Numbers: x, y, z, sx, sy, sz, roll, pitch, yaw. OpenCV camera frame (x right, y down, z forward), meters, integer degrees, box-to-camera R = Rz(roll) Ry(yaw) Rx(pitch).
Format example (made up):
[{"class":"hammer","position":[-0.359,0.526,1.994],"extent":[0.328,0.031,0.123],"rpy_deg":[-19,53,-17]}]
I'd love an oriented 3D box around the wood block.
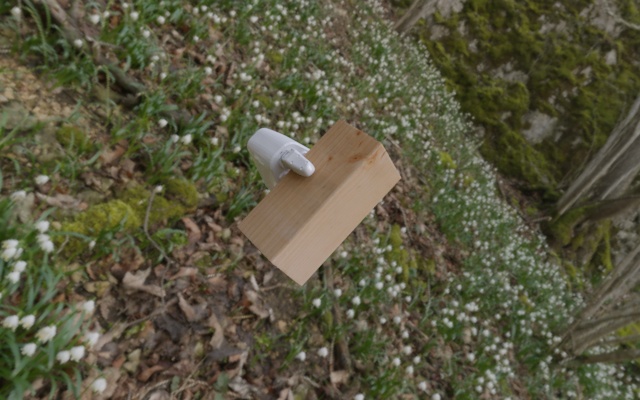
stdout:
[{"class":"wood block","position":[0.000,0.002,0.657],"extent":[0.090,0.206,0.091],"rpy_deg":[39,-6,40]}]
